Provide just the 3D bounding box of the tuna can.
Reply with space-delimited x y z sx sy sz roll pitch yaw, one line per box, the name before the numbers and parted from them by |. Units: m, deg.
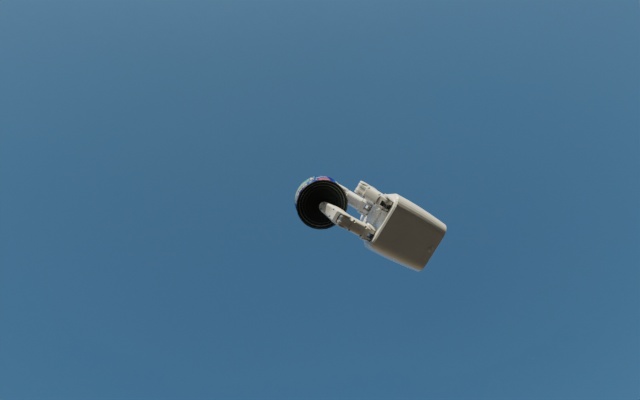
tuna can | 0.000 0.002 0.794 0.086 0.086 0.033 0 18 -11
